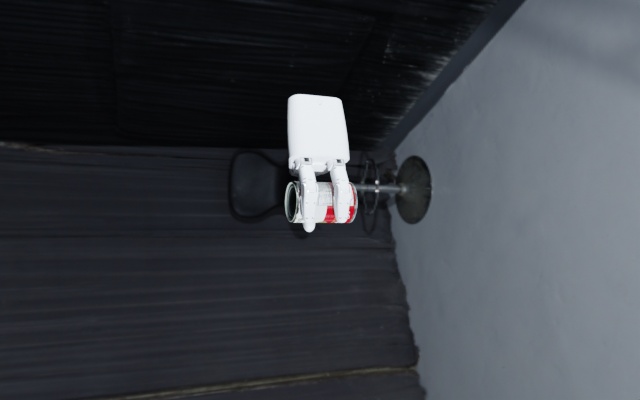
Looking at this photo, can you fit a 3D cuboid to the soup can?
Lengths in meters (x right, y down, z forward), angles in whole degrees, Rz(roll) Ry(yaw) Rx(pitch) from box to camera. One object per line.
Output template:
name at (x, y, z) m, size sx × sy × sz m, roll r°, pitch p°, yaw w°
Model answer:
soup can at (0.000, 0.003, 0.775) m, size 0.102 × 0.068 × 0.068 m, roll 1°, pitch 0°, yaw -21°
